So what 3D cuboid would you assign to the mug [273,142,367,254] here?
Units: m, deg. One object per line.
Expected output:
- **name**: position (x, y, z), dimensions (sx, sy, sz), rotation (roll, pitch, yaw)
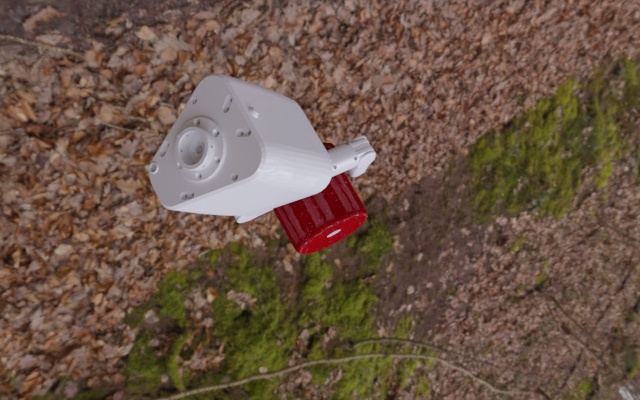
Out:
- **mug**: position (0.001, 0.002, 0.495), dimensions (0.093, 0.081, 0.117), rotation (-36, -18, 22)
